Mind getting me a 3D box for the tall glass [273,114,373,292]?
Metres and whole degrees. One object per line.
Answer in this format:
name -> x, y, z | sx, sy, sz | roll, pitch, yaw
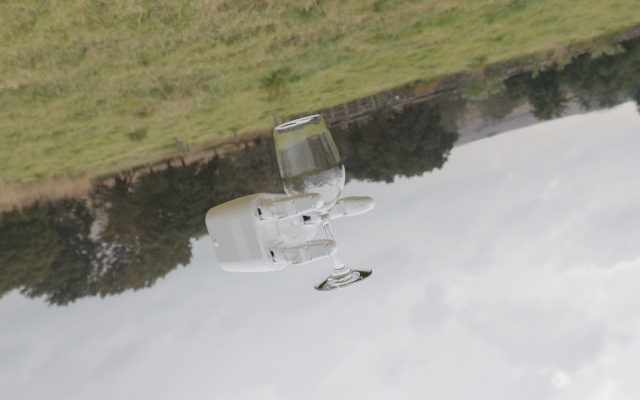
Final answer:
tall glass -> 0.000, 0.003, 0.576 | 0.079, 0.201, 0.079 | -16, 5, 2
